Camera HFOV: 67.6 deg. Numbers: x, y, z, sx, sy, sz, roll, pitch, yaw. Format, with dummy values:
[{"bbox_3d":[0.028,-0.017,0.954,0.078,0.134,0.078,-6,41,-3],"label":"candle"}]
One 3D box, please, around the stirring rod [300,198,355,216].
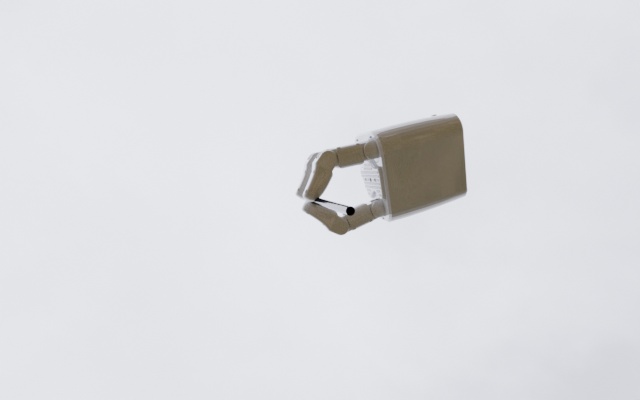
[{"bbox_3d":[0.000,0.002,0.511,0.011,0.011,0.239,0,3,-12],"label":"stirring rod"}]
